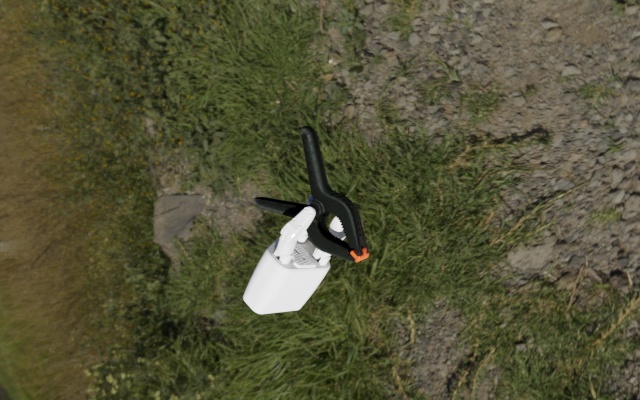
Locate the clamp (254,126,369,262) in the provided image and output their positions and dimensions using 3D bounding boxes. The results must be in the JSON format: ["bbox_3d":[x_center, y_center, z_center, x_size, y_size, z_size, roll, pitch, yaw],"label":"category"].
[{"bbox_3d":[0.000,0.003,0.716,0.210,0.165,0.036,42,29,23],"label":"clamp"}]
